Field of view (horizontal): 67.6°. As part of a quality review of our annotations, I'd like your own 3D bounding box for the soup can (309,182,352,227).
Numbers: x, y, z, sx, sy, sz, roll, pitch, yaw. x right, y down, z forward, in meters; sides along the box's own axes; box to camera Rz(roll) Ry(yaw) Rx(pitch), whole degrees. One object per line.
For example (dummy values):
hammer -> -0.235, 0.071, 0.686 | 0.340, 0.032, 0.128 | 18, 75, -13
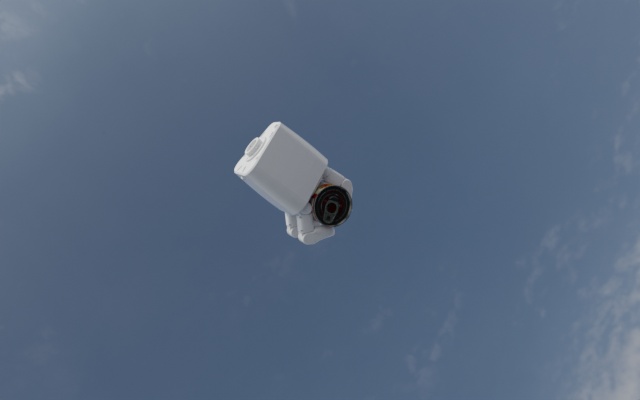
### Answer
soup can -> 0.000, 0.003, 0.804 | 0.068, 0.068, 0.102 | 0, 7, -24
